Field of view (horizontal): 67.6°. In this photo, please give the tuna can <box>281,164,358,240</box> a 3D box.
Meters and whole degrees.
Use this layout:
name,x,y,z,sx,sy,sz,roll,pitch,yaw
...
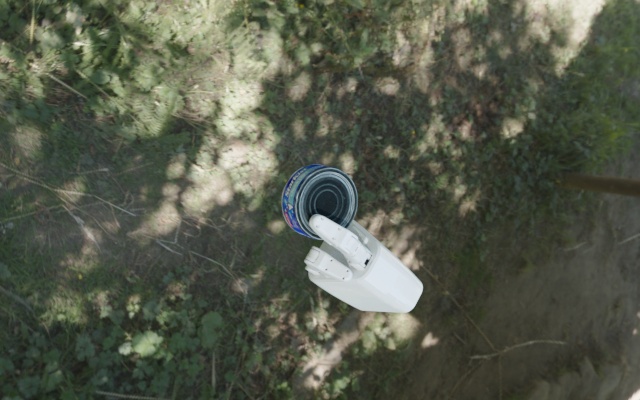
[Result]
name,x,y,z,sx,sy,sz,roll,pitch,yaw
tuna can,0.000,0.002,0.549,0.086,0.086,0.033,0,8,-31
